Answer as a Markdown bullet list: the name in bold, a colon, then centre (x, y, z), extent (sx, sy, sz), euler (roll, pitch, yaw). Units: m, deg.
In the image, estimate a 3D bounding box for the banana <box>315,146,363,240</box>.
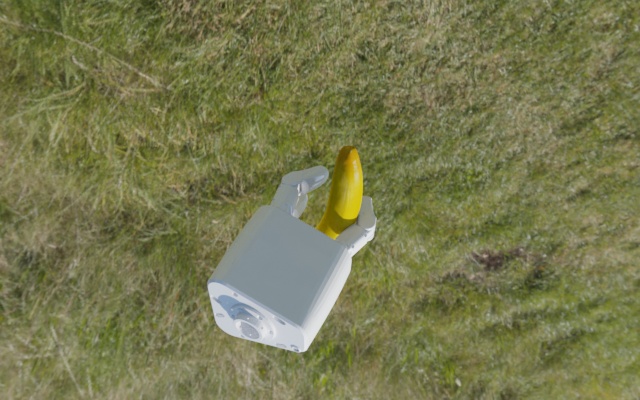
- **banana**: centre (0.010, 0.018, 0.556), extent (0.037, 0.069, 0.198), euler (-29, -16, -34)
